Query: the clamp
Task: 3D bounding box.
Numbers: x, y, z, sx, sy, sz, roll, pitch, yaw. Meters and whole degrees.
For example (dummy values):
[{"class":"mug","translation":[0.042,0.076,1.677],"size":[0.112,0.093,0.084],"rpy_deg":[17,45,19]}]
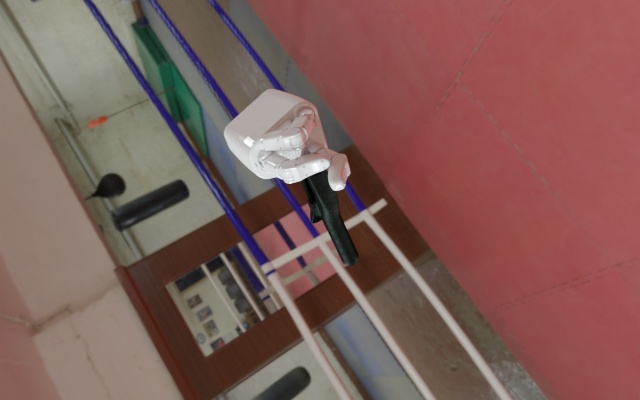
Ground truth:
[{"class":"clamp","translation":[0.000,0.002,0.662],"size":[0.039,0.172,0.120],"rpy_deg":[-30,36,-18]}]
